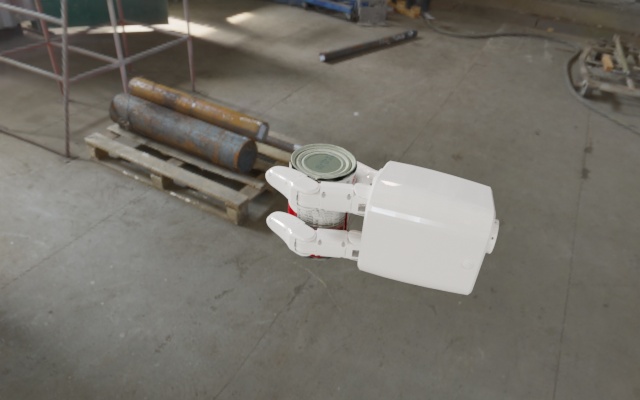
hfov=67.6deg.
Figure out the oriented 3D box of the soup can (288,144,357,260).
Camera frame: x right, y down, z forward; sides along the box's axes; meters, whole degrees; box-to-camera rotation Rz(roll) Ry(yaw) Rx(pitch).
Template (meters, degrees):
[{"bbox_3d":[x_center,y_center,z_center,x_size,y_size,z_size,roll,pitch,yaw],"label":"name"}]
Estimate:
[{"bbox_3d":[0.000,0.001,0.493,0.068,0.102,0.068,3,36,-2],"label":"soup can"}]
